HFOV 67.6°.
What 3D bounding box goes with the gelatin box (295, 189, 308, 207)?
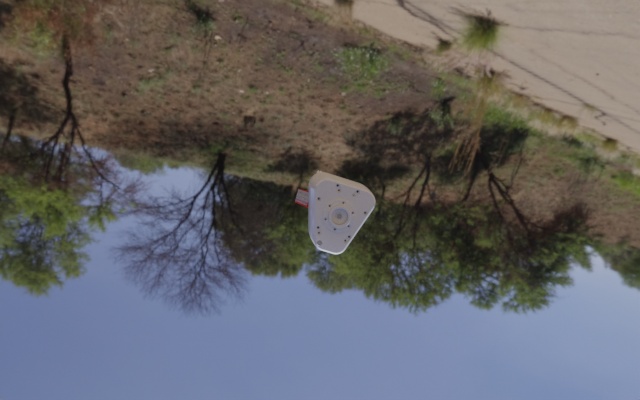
[{"bbox_3d":[0.000,0.003,0.882,0.073,0.030,0.089,16,0,-18],"label":"gelatin box"}]
